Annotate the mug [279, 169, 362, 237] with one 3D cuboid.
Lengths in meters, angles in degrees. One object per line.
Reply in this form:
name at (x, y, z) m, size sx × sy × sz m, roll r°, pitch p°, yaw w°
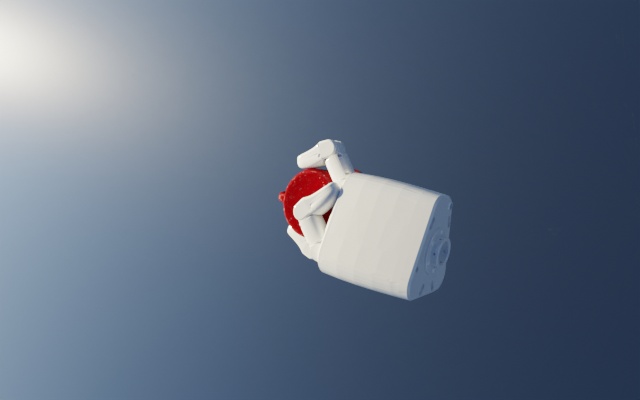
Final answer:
mug at (-0.001, 0.002, 0.586) m, size 0.117 × 0.093 × 0.081 m, roll 14°, pitch 7°, yaw 34°
